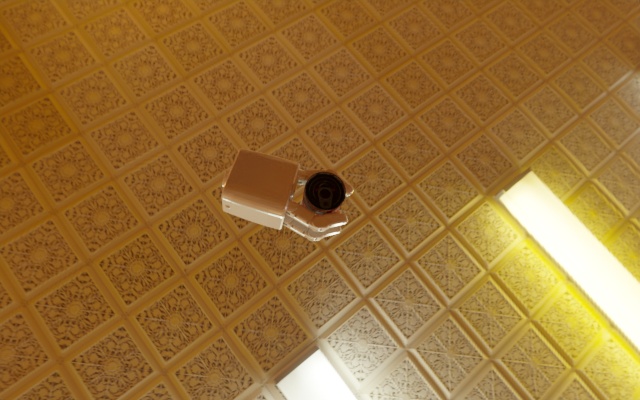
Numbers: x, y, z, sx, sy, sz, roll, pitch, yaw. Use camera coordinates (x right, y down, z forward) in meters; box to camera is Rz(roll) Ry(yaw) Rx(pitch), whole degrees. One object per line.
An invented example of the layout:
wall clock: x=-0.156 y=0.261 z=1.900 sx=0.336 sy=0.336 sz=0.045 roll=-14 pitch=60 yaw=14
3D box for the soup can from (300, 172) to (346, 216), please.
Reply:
soup can: x=0.001 y=0.003 z=0.814 sx=0.068 sy=0.068 sz=0.102 roll=0 pitch=-21 yaw=-10
